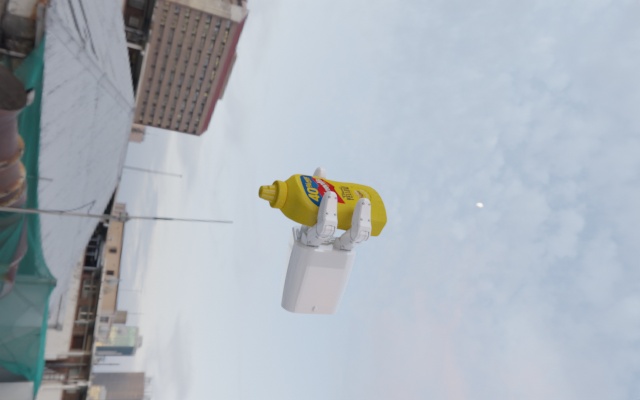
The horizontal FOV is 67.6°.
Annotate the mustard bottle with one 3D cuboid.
[{"bbox_3d":[0.000,0.002,0.711,0.191,0.058,0.096,9,37,-25],"label":"mustard bottle"}]
